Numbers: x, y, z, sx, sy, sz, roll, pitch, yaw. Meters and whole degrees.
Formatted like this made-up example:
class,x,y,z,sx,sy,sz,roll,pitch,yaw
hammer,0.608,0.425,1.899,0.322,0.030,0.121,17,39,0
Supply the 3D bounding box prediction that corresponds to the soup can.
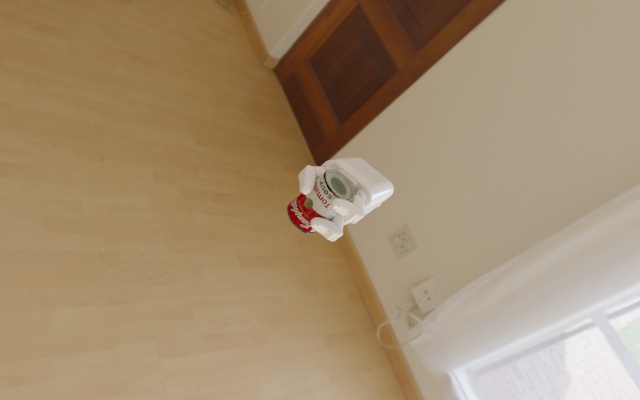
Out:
class,x,y,z,sx,sy,sz,roll,pitch,yaw
soup can,0.000,0.002,0.815,0.102,0.068,0.068,-41,-24,32
